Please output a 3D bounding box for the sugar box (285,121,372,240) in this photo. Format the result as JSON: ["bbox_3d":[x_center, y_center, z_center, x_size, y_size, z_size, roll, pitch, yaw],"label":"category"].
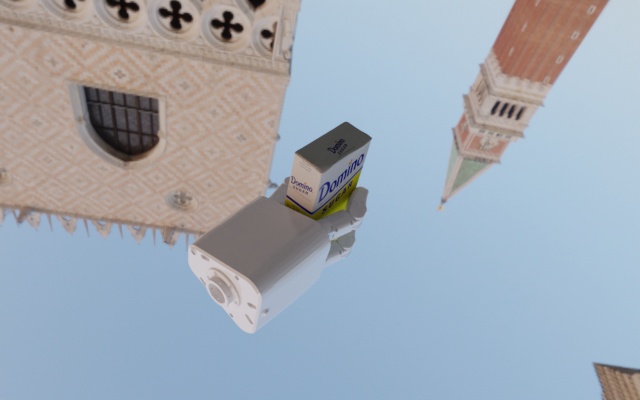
[{"bbox_3d":[0.000,0.002,0.565,0.048,0.176,0.093,37,49,19],"label":"sugar box"}]
